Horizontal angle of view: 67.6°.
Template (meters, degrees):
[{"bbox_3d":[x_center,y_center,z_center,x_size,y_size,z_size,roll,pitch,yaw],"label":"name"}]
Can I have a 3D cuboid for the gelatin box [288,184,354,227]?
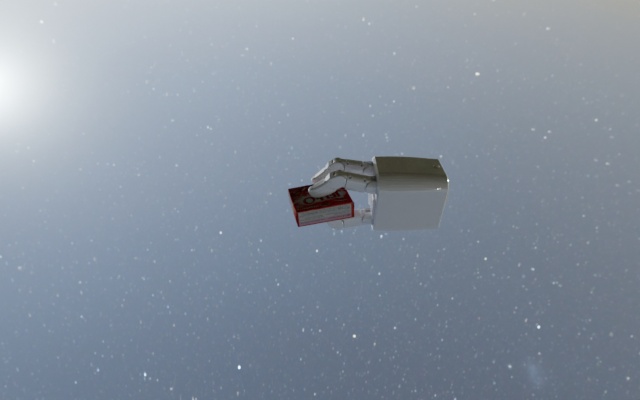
[{"bbox_3d":[0.000,0.003,0.728,0.089,0.030,0.073,-10,32,-9],"label":"gelatin box"}]
